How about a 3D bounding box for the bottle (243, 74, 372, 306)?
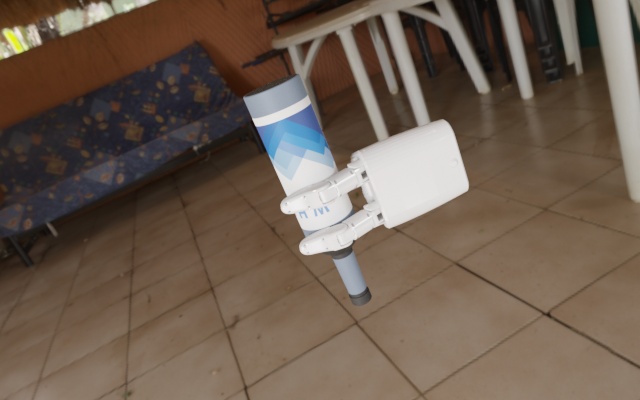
[{"bbox_3d":[0.000,0.002,0.570,0.069,0.296,0.069,-20,21,8],"label":"bottle"}]
